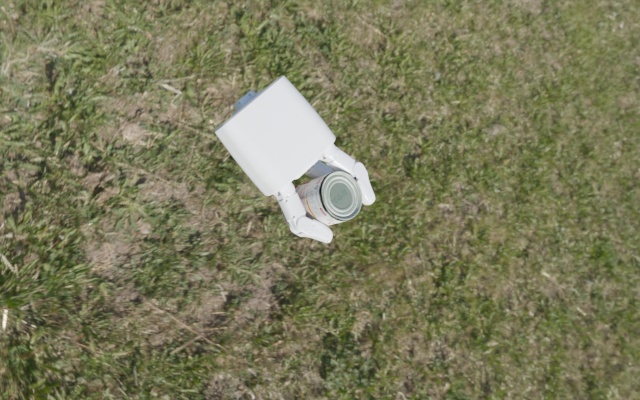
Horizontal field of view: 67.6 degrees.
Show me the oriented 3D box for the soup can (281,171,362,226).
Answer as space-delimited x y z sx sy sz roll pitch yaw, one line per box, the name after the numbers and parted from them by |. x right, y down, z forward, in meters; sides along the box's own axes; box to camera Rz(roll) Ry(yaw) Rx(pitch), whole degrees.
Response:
0.000 0.003 0.649 0.068 0.068 0.102 0 -10 -34 | soup can
